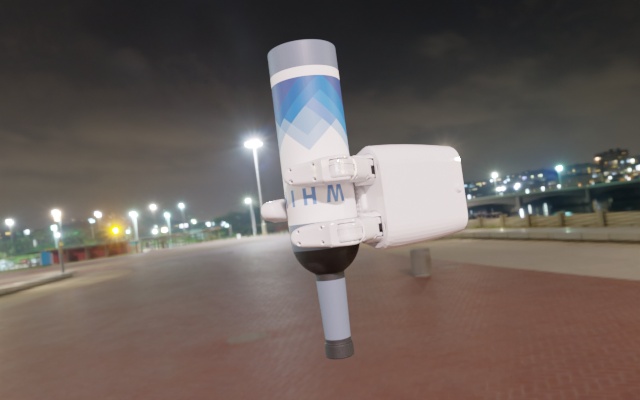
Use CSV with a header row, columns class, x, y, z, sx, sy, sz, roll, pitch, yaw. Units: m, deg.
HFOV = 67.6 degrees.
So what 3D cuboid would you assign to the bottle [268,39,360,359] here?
class,x,y,z,sx,sy,sz,roll,pitch,yaw
bottle,0.000,0.001,0.460,0.069,0.295,0.069,-7,-2,0
